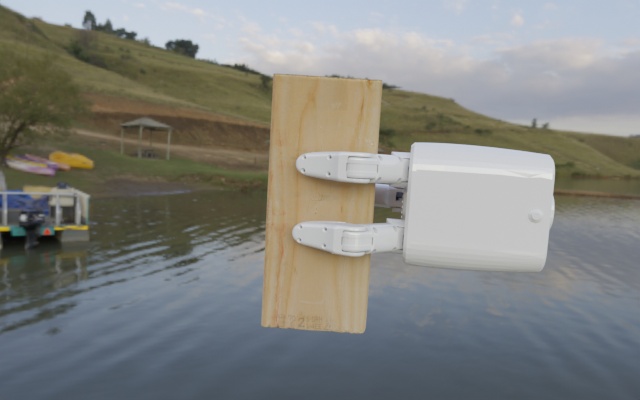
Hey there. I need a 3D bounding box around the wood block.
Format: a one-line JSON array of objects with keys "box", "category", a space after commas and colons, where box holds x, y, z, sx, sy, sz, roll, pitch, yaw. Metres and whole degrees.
[{"box": [0.000, 0.001, 0.428, 0.090, 0.206, 0.091, 4, 5, 1], "category": "wood block"}]
